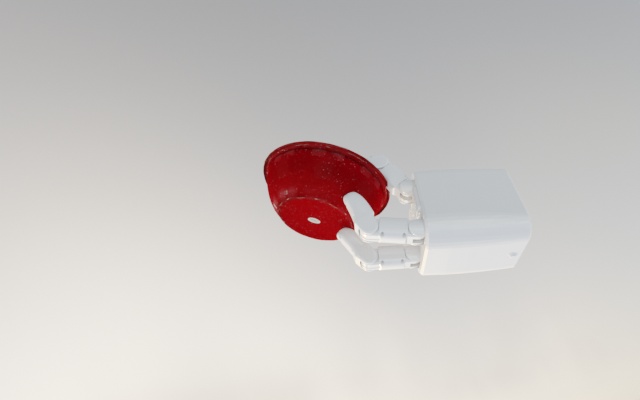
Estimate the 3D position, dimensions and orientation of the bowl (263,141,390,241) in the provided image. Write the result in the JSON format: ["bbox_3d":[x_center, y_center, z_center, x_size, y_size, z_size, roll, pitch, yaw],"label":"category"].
[{"bbox_3d":[-0.001,0.002,0.580,0.162,0.055,0.162,12,-33,8],"label":"bowl"}]
